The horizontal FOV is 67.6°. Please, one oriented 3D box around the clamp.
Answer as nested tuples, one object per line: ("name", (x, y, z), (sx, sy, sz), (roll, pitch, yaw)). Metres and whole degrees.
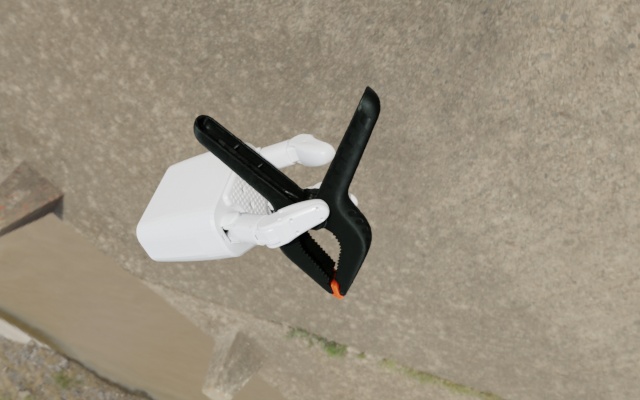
("clamp", (0.000, 0.002, 0.420), (0.164, 0.210, 0.036), (-10, 31, 28))
